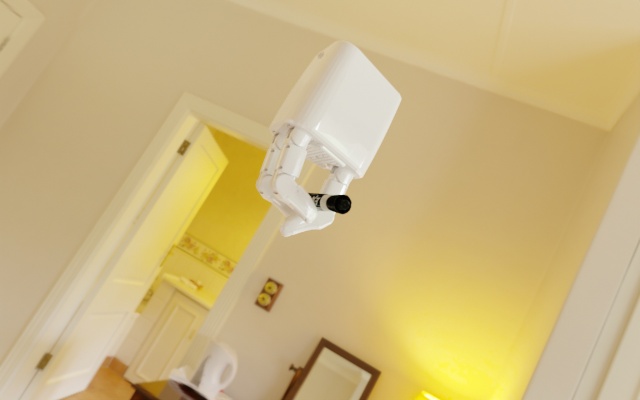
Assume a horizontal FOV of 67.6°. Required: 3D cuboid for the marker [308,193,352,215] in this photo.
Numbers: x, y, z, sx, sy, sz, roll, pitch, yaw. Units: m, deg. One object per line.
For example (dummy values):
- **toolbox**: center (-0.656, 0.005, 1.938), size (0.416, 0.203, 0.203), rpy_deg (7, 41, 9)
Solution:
- **marker**: center (0.000, 0.002, 0.495), size (0.020, 0.020, 0.121), rpy_deg (0, 2, -22)
